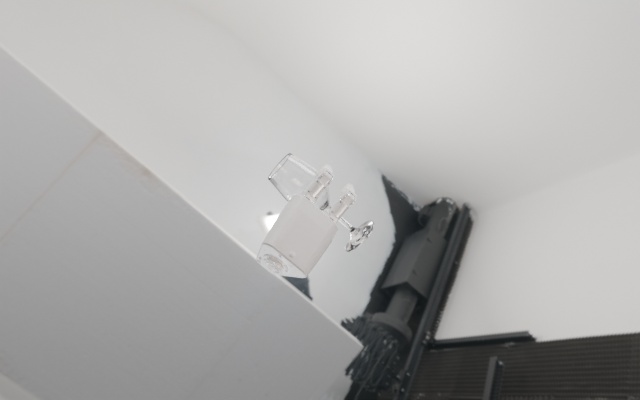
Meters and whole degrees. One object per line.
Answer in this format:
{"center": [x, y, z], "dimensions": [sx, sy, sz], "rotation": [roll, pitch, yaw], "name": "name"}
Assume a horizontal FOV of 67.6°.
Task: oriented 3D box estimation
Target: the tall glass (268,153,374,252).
{"center": [0.001, 0.003, 0.863], "dimensions": [0.201, 0.079, 0.079], "rotation": [41, -11, -13], "name": "tall glass"}
